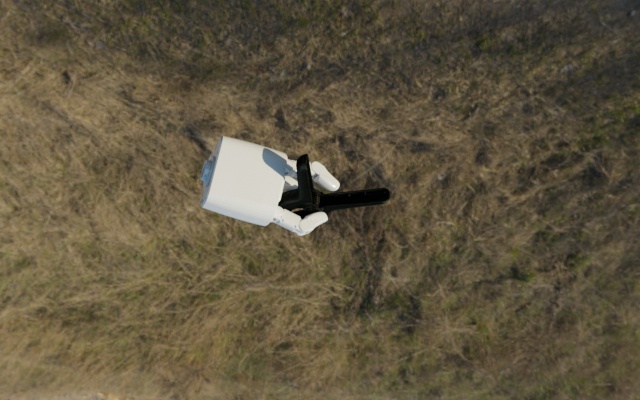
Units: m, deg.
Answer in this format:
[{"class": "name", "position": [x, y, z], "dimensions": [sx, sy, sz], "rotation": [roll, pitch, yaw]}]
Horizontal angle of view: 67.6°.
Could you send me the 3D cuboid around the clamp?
[{"class": "clamp", "position": [0.000, 0.003, 0.781], "dimensions": [0.164, 0.036, 0.210], "rotation": [18, -31, -20]}]
